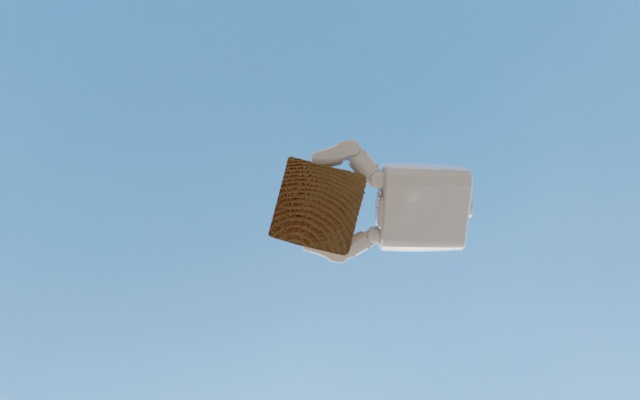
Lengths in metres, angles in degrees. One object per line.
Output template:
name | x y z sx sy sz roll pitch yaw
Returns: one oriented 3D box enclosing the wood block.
wood block | 0.000 0.002 0.605 0.090 0.091 0.206 14 2 1
